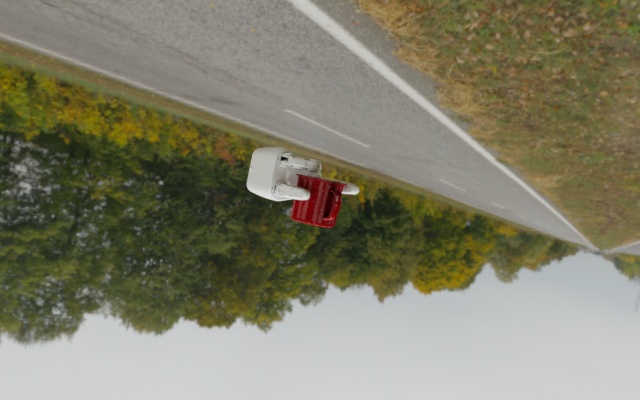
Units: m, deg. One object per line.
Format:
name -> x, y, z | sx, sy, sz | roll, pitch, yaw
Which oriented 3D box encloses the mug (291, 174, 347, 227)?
mug -> 0.001, 0.003, 0.845 | 0.093, 0.081, 0.117 | 10, 3, -34
